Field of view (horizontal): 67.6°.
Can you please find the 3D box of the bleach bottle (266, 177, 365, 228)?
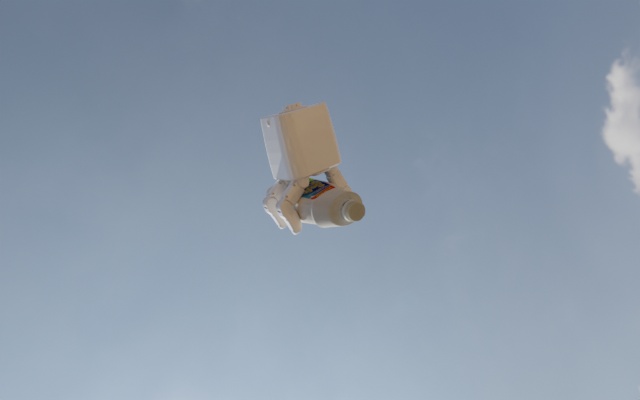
[{"bbox_3d":[0.000,0.003,0.794,0.102,0.068,0.251,-21,14,-25],"label":"bleach bottle"}]
